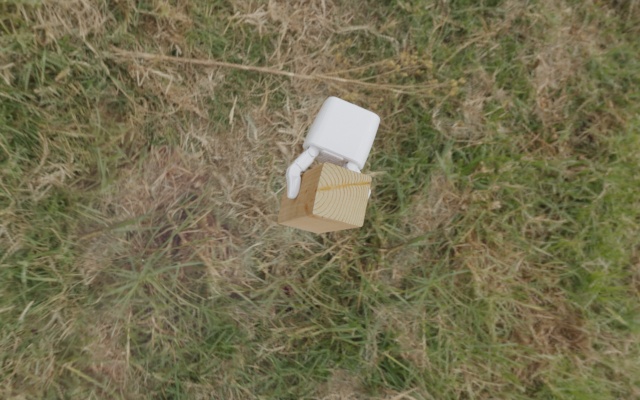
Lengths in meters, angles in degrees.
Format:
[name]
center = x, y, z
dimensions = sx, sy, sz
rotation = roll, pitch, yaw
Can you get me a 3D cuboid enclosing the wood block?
[wood block]
center = 0.000, 0.002, 0.864
dimensions = 0.091, 0.090, 0.206
rotation = 16, -12, -18
